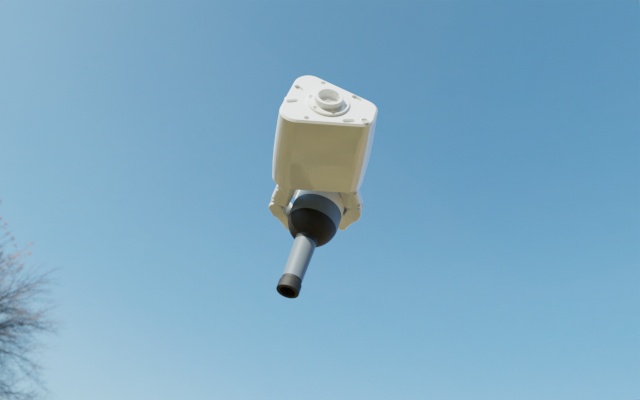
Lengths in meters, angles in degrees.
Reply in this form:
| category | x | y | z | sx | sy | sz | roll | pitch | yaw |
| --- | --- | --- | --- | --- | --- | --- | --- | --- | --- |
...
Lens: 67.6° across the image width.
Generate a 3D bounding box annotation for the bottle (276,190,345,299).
| category | x | y | z | sx | sy | sz | roll | pitch | yaw |
| --- | --- | --- | --- | --- | --- | --- | --- | --- | --- |
| bottle | 0.000 | 0.002 | 0.643 | 0.069 | 0.069 | 0.295 | 0 | 44 | 21 |
